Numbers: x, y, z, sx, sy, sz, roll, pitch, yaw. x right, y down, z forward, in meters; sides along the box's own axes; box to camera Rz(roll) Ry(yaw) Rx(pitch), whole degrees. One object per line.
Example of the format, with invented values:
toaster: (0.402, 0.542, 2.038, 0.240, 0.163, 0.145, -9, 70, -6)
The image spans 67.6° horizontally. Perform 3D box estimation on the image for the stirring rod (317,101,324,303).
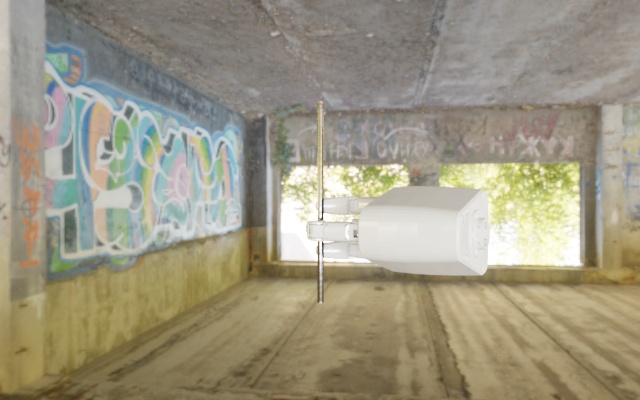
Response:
stirring rod: (0.000, 0.002, 0.573, 0.011, 0.239, 0.011, 0, 0, 0)
